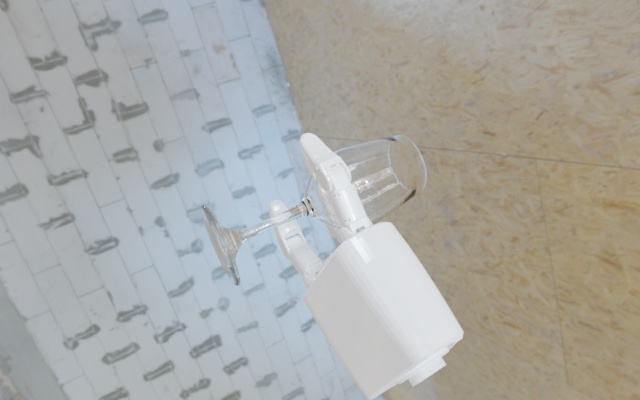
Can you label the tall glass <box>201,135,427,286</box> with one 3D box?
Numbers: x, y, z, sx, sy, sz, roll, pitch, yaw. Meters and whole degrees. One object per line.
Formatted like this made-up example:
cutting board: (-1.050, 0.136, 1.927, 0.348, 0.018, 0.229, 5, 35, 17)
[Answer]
tall glass: (-0.001, 0.002, 0.437, 0.201, 0.079, 0.079, -24, 9, -21)
